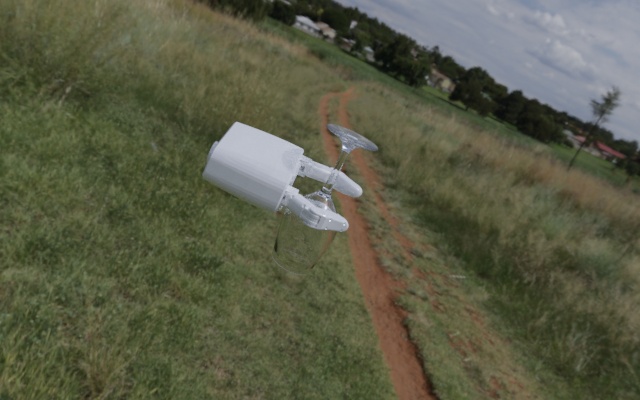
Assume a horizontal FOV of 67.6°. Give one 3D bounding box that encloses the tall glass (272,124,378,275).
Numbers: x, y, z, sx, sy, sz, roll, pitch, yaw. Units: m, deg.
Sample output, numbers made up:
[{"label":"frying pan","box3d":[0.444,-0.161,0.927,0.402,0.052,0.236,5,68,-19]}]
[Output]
[{"label":"tall glass","box3d":[0.001,0.002,0.649,0.079,0.201,0.079,23,18,-8]}]
